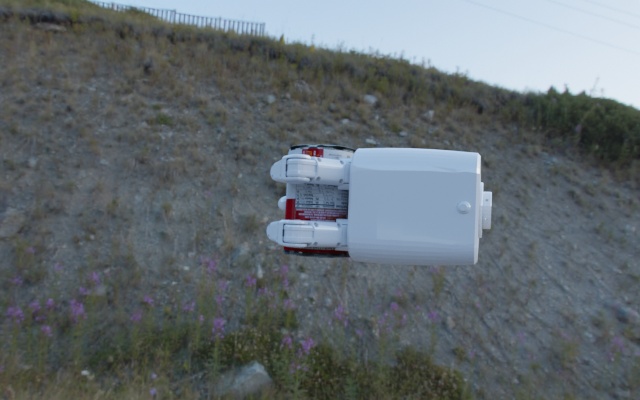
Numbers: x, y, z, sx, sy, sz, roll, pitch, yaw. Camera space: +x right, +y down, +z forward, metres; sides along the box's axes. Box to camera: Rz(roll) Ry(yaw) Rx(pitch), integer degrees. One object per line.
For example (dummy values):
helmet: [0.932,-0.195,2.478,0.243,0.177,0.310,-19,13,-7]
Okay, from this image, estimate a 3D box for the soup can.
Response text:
soup can: [0.000,0.001,0.459,0.068,0.102,0.068,3,-2,0]
